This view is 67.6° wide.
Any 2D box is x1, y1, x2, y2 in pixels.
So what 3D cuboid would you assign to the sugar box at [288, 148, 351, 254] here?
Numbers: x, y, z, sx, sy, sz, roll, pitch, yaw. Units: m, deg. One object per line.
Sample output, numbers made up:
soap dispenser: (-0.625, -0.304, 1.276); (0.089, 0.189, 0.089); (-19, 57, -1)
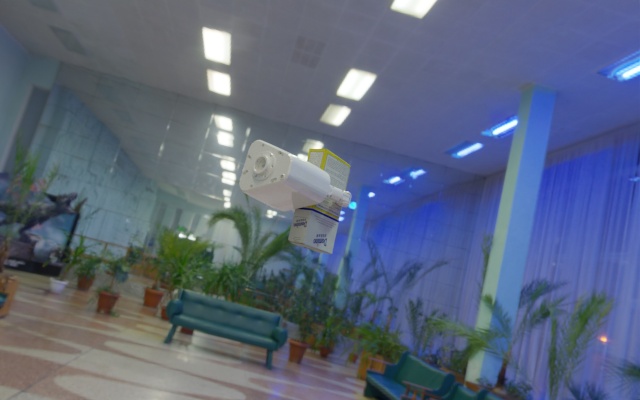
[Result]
sugar box: (0.000, 0.003, 0.876); (0.048, 0.176, 0.093); (8, -12, 37)
